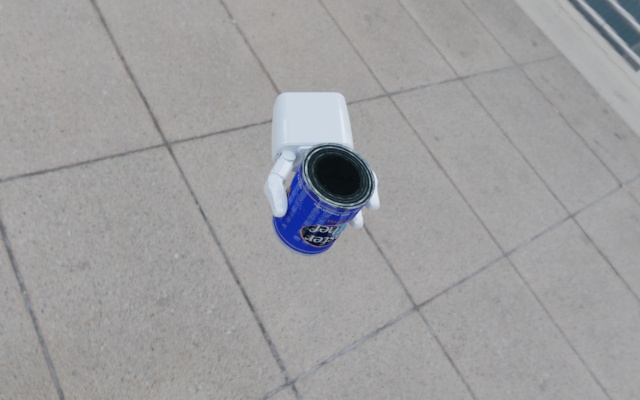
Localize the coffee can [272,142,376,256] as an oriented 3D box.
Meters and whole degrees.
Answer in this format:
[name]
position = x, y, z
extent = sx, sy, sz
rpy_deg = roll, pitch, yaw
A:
[coffee can]
position = 0.000, 0.002, 0.664
extent = 0.103, 0.102, 0.140
rpy_deg = 0, -31, -24
